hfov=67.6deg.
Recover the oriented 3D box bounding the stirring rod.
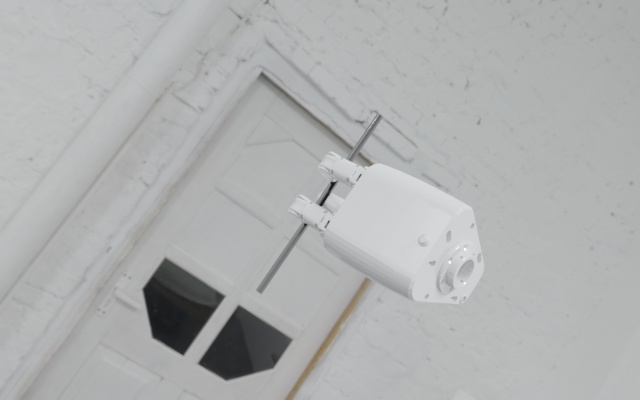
[{"bbox_3d":[0.000,0.002,0.535,0.011,0.239,0.011,34,-5,4],"label":"stirring rod"}]
